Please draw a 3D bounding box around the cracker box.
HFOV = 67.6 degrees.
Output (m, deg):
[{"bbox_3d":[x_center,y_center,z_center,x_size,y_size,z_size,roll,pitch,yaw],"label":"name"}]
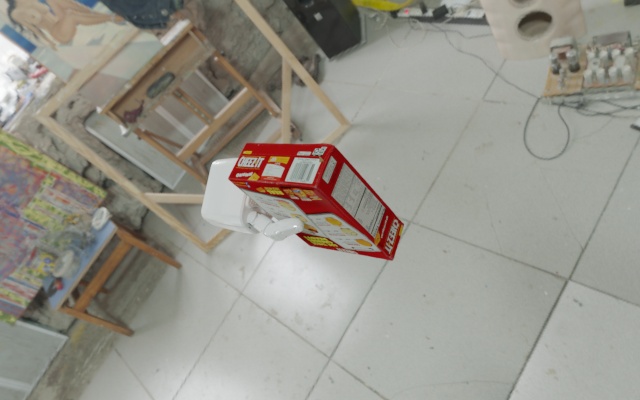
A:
[{"bbox_3d":[0.000,0.002,0.685,0.164,0.072,0.214,6,-26,40],"label":"cracker box"}]
